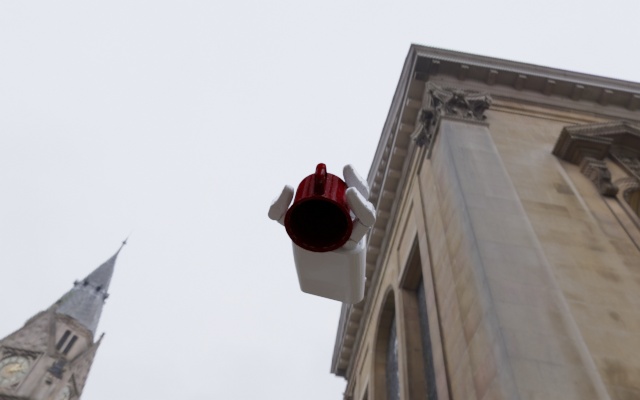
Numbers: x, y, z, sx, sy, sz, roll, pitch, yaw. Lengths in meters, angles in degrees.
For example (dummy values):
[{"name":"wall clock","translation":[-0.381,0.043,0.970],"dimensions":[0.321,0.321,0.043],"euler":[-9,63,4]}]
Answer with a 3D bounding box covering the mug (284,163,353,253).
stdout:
[{"name":"mug","translation":[0.000,0.001,0.666],"dimensions":[0.093,0.117,0.081],"euler":[0,33,6]}]
